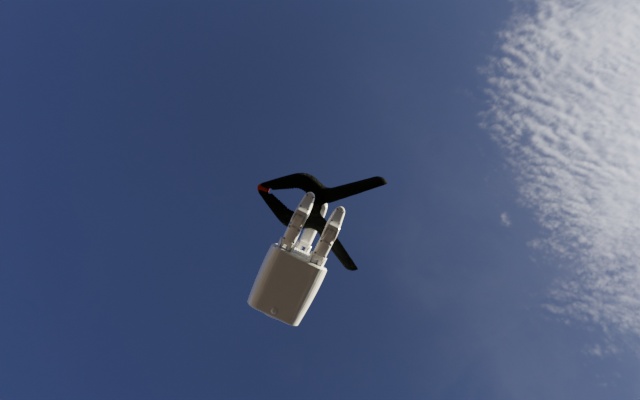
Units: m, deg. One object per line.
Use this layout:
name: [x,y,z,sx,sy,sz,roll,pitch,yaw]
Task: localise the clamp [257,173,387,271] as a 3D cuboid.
clamp: [0.000,0.003,0.800,0.210,0.164,0.036,26,-1,-2]
